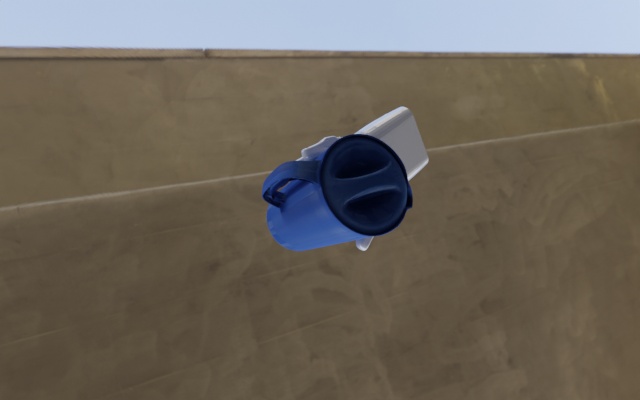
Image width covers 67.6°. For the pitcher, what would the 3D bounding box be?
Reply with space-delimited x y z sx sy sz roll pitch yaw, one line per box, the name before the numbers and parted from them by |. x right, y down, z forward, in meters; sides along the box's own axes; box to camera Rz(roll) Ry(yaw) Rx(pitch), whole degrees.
pitcher | 0.000 0.002 0.694 0.145 0.149 0.243 -38 5 -30
